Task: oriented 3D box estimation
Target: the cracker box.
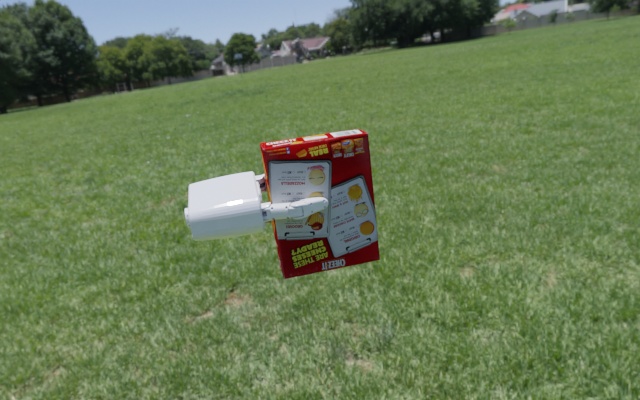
[{"bbox_3d":[0.000,0.002,0.768,0.164,0.214,0.072,-10,18,-8],"label":"cracker box"}]
